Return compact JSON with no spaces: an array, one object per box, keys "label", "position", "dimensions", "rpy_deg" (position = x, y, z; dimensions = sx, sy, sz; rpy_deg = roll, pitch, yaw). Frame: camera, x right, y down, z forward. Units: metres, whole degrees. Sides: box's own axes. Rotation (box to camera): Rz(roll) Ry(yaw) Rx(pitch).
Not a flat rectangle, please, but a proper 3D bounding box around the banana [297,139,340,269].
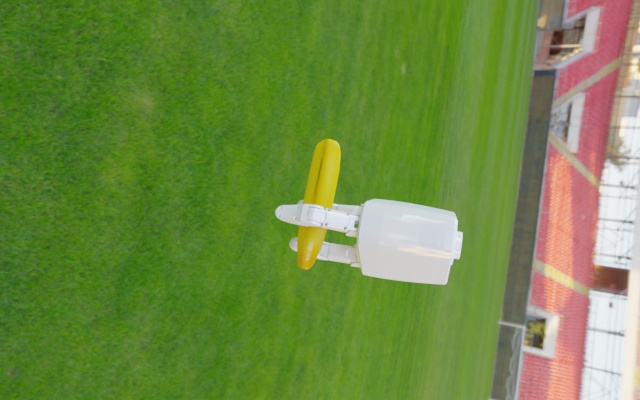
[{"label":"banana","position":[0.001,-0.012,0.601],"dimensions":[0.037,0.197,0.070],"rpy_deg":[8,-36,4]}]
